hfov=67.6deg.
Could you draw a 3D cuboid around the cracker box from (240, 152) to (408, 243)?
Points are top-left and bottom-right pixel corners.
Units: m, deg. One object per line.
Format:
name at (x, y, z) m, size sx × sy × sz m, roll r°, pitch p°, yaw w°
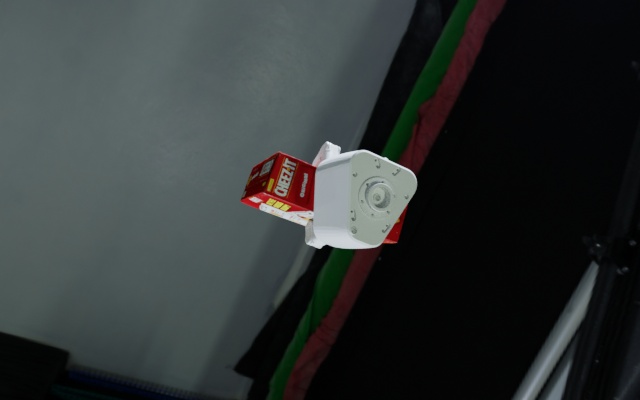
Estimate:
cracker box at (0.000, 0.003, 0.743) m, size 0.214 × 0.072 × 0.164 m, roll 22°, pitch -12°, yaw -18°
